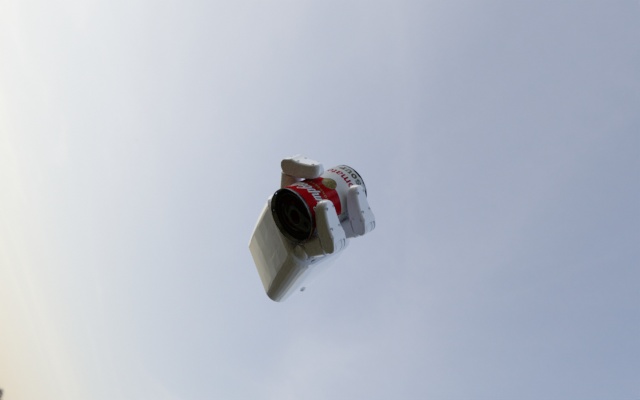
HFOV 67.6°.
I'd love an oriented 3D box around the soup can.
[{"bbox_3d":[0.000,0.001,0.582,0.102,0.068,0.068,-25,17,-41],"label":"soup can"}]
